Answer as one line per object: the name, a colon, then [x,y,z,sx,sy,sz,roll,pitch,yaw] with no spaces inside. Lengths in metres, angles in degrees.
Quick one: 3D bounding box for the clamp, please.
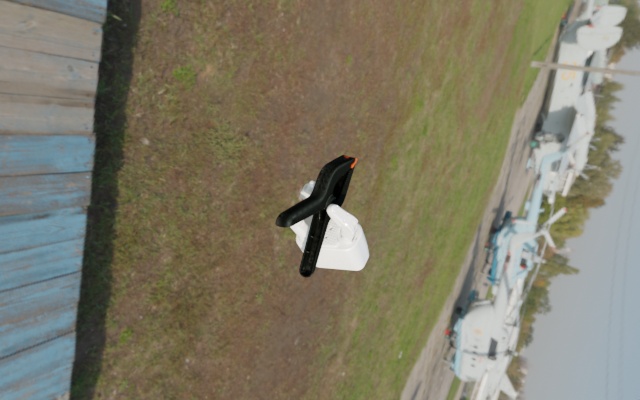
clamp: [0.001,0.002,0.759,0.036,0.210,0.165,18,-23,24]
